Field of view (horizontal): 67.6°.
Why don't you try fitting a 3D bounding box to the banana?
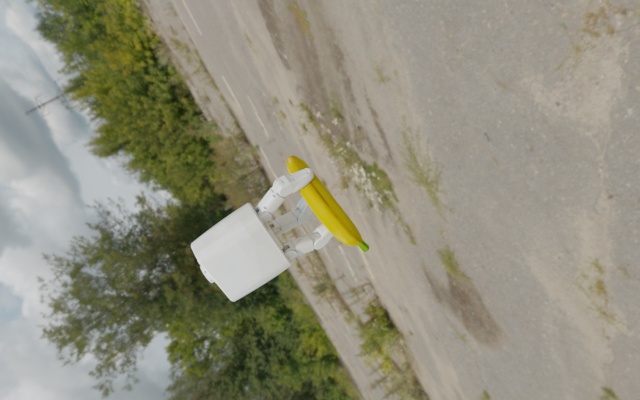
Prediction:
[{"bbox_3d":[-0.001,0.000,0.719,0.037,0.197,0.070,-37,-18,-2],"label":"banana"}]
